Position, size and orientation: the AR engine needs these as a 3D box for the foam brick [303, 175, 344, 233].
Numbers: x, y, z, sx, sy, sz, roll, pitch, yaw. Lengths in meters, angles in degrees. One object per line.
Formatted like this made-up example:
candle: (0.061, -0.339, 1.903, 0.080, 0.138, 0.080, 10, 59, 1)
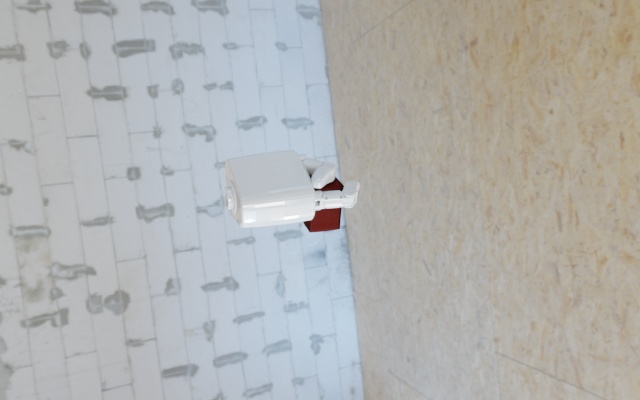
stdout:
foam brick: (0.000, 0.003, 0.734, 0.051, 0.078, 0.053, -8, 31, -21)
